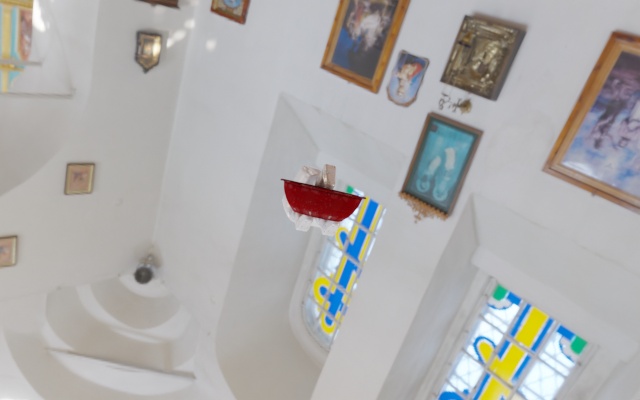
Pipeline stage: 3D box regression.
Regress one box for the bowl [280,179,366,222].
[{"bbox_3d":[0.000,0.003,0.877,0.162,0.055,0.162,13,2,0],"label":"bowl"}]
